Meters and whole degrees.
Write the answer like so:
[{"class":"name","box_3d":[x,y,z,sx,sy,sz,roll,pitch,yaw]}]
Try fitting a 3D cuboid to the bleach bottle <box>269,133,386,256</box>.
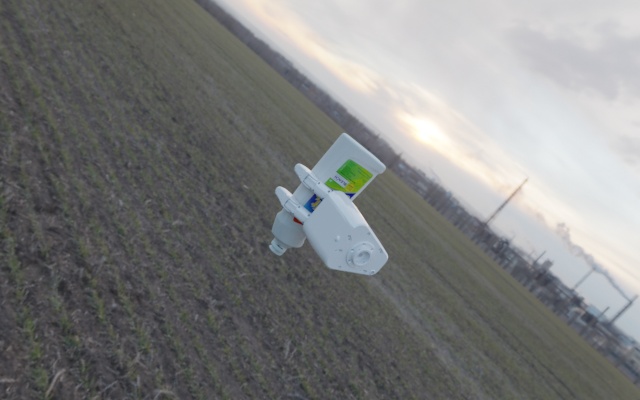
[{"class":"bleach bottle","box_3d":[0.000,0.003,0.875,0.102,0.251,0.068,33,12,-33]}]
